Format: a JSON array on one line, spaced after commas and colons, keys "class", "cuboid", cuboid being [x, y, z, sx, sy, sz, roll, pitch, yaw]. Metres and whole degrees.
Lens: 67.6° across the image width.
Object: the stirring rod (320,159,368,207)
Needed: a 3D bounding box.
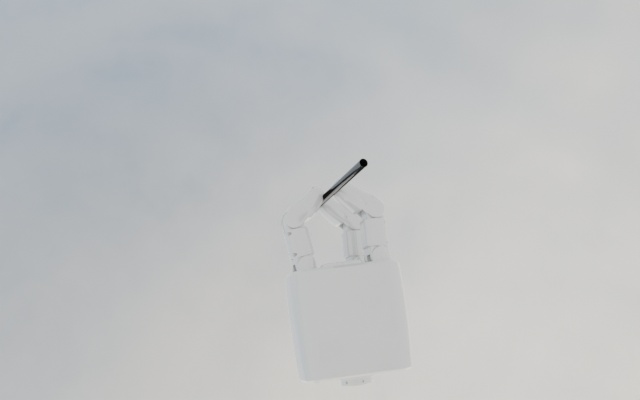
[{"class": "stirring rod", "cuboid": [0.000, 0.002, 0.529, 0.011, 0.011, 0.239, 0, -17, -19]}]
